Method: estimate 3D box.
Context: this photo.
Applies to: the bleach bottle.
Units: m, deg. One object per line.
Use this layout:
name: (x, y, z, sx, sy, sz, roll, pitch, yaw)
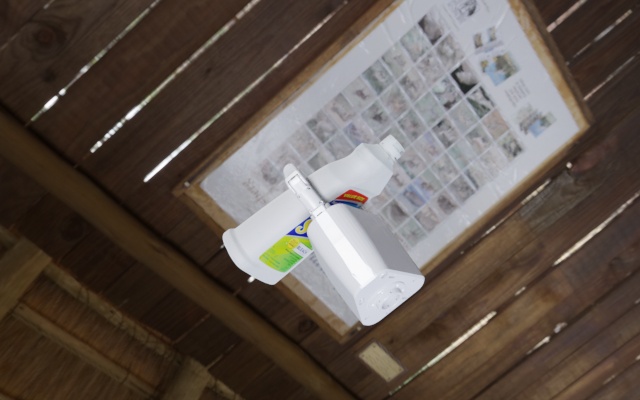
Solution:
bleach bottle: (0.000, 0.002, 0.621, 0.251, 0.068, 0.103, -40, -38, 5)
